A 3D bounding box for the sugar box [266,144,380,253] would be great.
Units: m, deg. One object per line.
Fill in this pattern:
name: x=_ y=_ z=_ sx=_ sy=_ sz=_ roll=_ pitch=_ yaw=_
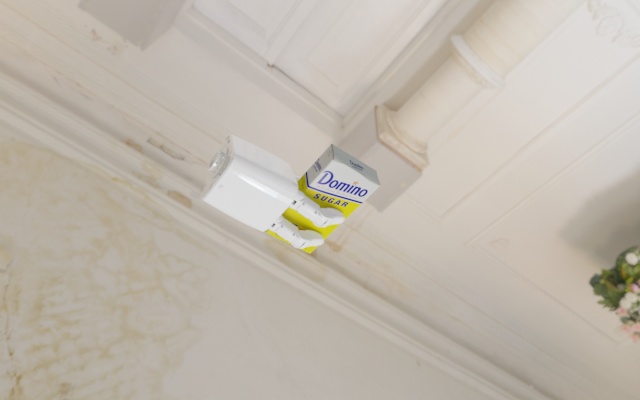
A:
sugar box: x=0.000 y=0.003 z=0.747 sx=0.093 sy=0.048 sz=0.176 roll=27 pitch=-55 yaw=-27
